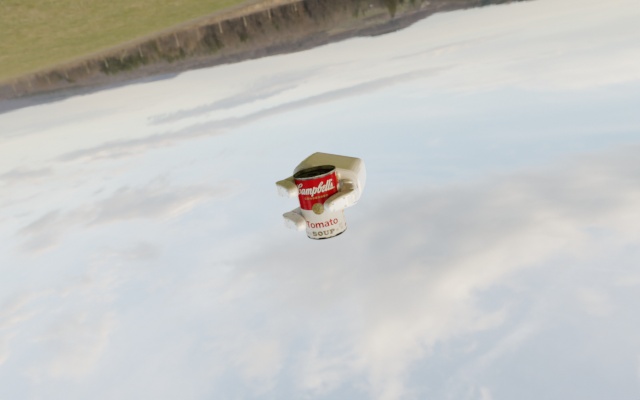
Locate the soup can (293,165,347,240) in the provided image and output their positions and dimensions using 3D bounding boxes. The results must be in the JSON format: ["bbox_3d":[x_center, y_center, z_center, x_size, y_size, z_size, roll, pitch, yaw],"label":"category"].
[{"bbox_3d":[0.000,0.003,0.750,0.068,0.102,0.068,-11,17,3],"label":"soup can"}]
